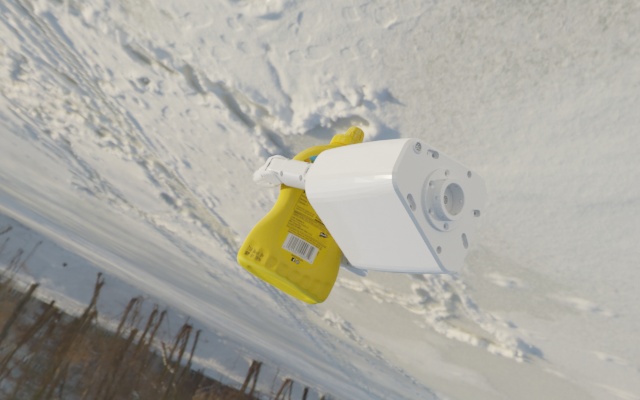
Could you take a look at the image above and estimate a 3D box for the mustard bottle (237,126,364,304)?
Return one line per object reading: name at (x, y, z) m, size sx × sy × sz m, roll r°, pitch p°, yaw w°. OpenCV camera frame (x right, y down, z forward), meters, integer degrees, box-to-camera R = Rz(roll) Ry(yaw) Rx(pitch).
mustard bottle at (0.000, 0.002, 0.493) m, size 0.096 × 0.191 × 0.058 m, roll 30°, pitch -21°, yaw -6°
